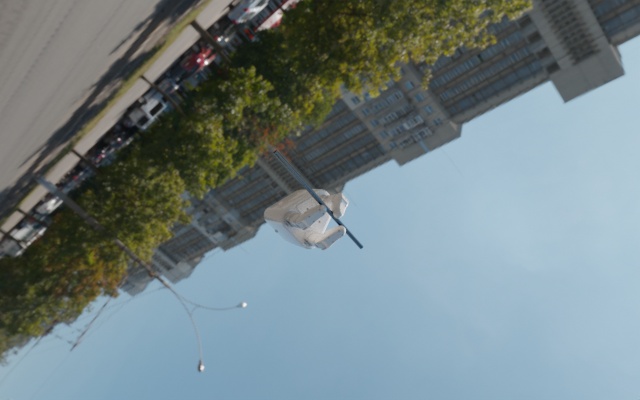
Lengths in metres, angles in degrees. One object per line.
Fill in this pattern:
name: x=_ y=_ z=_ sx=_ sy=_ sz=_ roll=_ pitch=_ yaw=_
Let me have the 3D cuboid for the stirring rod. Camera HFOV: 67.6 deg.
stirring rod: x=0.000 y=0.003 z=0.834 sx=0.239 sy=0.011 sz=0.011 roll=48 pitch=-21 yaw=-21
